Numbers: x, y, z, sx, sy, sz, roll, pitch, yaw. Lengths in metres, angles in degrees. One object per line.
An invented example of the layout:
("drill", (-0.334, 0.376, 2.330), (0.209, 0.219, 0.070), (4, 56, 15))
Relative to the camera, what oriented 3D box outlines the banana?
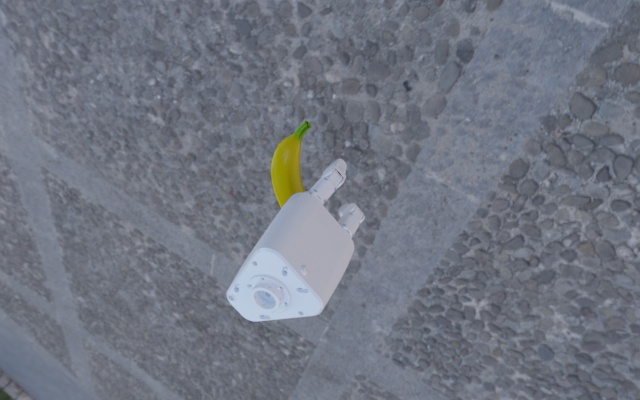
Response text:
("banana", (-0.018, 0.002, 0.610), (0.069, 0.198, 0.037), (-11, 23, 18))
